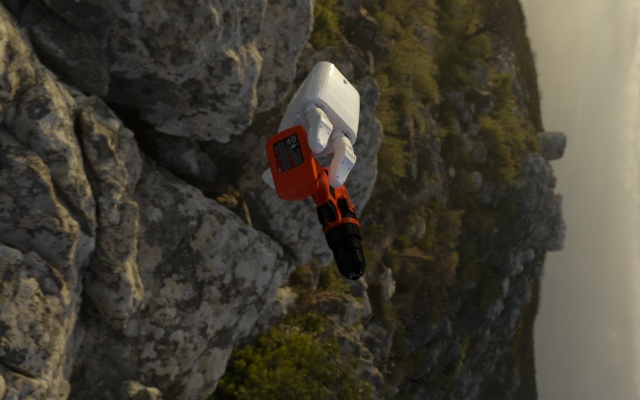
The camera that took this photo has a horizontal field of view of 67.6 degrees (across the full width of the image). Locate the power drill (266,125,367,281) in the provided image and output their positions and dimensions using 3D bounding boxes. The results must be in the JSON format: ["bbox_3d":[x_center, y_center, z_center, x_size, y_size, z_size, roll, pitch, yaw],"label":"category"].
[{"bbox_3d":[0.000,0.002,0.644,0.057,0.184,0.188,-25,-34,10],"label":"power drill"}]
